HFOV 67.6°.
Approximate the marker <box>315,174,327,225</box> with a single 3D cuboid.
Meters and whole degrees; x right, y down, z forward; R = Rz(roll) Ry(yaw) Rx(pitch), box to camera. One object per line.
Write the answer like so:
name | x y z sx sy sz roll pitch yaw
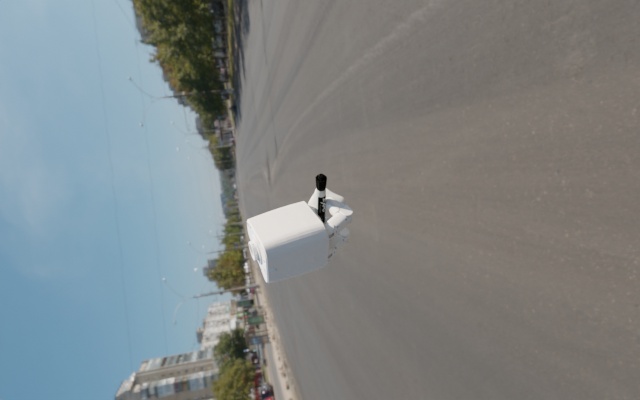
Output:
marker | 0.000 0.003 0.807 0.020 0.121 0.020 1 45 -1
